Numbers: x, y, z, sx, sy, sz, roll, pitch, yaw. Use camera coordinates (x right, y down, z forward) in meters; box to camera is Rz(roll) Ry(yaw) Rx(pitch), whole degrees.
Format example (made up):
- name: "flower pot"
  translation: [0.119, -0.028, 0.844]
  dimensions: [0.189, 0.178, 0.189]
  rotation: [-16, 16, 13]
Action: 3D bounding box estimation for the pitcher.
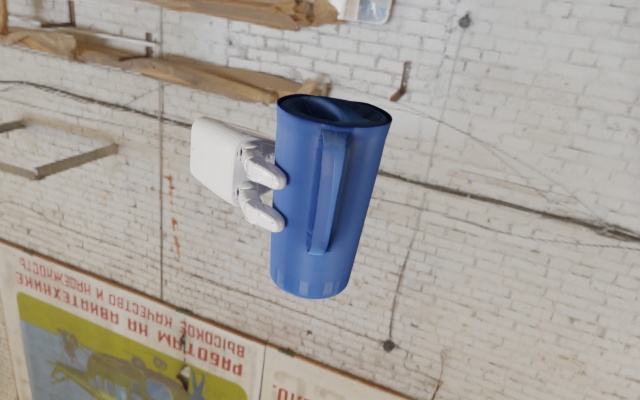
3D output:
- name: "pitcher"
  translation: [0.000, 0.002, 0.583]
  dimensions: [0.145, 0.243, 0.149]
  rotation: [28, 31, 36]
